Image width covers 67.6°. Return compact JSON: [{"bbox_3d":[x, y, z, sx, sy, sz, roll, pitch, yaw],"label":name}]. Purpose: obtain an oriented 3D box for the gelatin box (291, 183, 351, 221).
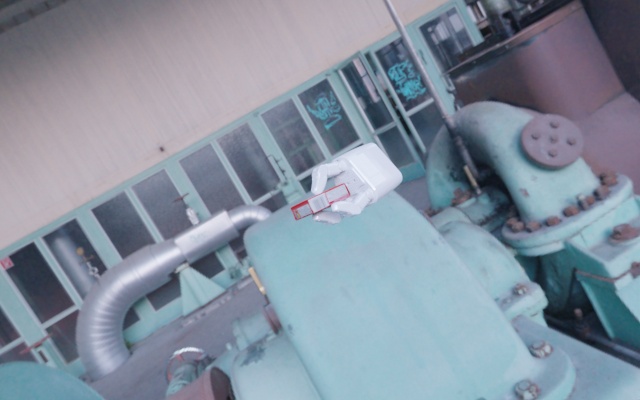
[{"bbox_3d":[0.000,0.003,0.873,0.089,0.030,0.073,-25,1,-31],"label":"gelatin box"}]
